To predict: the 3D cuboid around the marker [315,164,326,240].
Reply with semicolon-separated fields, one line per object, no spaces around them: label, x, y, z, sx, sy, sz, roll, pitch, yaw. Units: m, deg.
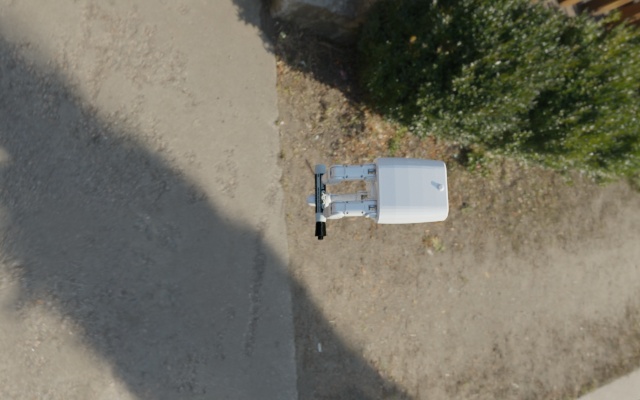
marker;0.000;0.002;0.765;0.020;0.121;0.020;0;-10;0
